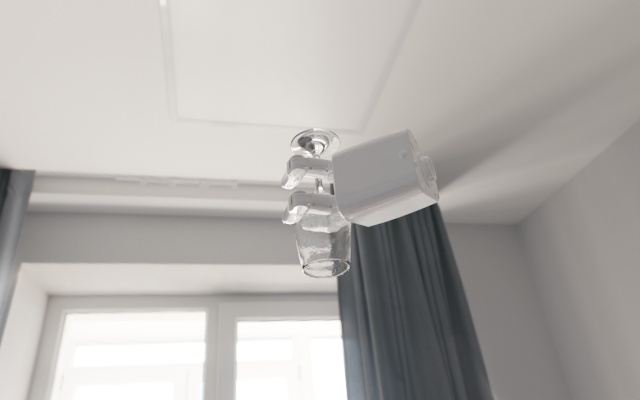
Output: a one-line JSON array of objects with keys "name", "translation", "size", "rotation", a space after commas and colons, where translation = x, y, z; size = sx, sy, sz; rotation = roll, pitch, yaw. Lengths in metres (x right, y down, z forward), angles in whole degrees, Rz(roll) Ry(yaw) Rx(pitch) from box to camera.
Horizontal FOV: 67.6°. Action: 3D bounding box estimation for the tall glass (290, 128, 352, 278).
[{"name": "tall glass", "translation": [0.000, 0.002, 0.657], "size": [0.079, 0.201, 0.079], "rotation": [-4, -30, -2]}]
